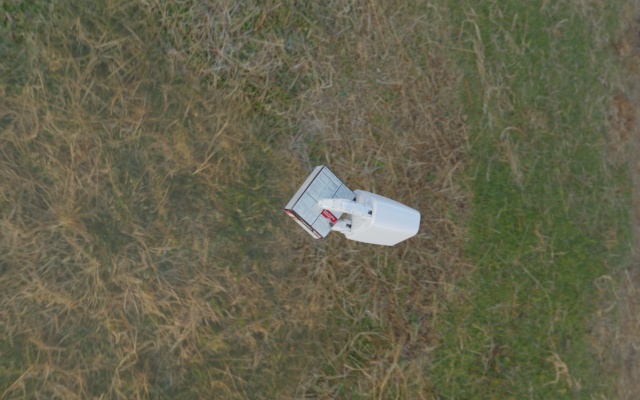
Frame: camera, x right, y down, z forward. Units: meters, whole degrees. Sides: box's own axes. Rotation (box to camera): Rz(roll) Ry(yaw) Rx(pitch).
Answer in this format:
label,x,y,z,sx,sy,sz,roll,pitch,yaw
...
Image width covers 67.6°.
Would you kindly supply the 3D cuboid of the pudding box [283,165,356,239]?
label,x,y,z,sx,sy,sz,roll,pitch,yaw
pudding box,0.000,0.003,0.893,0.090,0.113,0.039,43,-20,-17
